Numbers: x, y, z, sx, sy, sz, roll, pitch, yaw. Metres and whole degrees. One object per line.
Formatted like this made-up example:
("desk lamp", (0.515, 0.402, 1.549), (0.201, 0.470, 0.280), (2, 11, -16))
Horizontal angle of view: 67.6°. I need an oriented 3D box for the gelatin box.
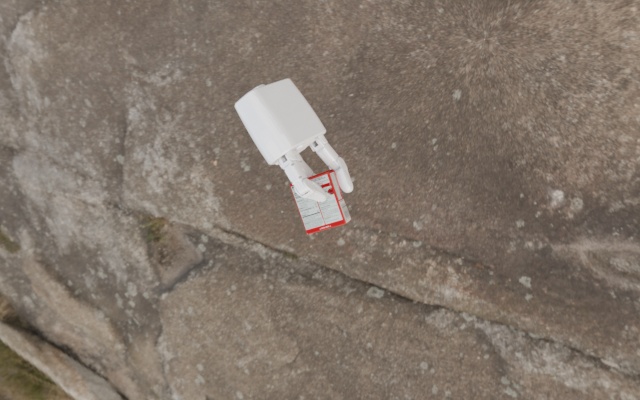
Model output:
("gelatin box", (0.000, 0.003, 0.770), (0.073, 0.089, 0.030), (-18, 3, 25))
